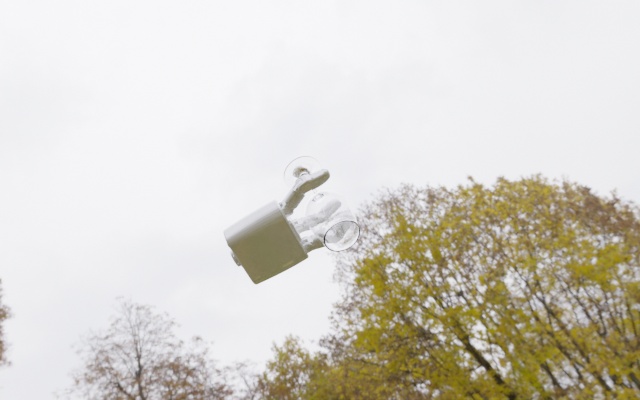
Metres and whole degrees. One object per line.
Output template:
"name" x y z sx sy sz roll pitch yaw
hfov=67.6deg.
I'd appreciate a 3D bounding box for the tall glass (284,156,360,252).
"tall glass" 0.000 0.002 0.821 0.079 0.079 0.201 0 32 -24
